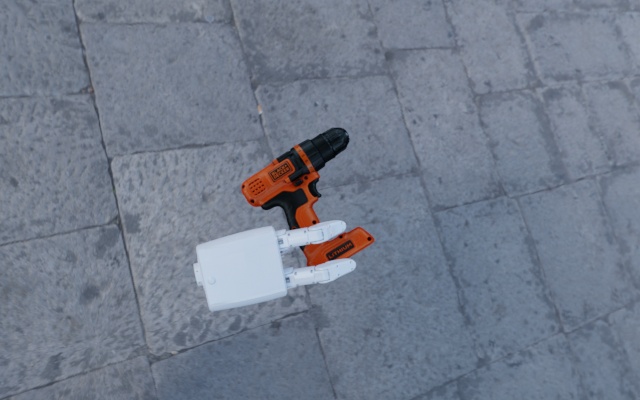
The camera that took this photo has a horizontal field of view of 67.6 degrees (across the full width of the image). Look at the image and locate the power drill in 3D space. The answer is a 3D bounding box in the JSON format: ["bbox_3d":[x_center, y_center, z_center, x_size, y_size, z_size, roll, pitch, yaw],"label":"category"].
[{"bbox_3d":[0.000,0.003,0.716,0.184,0.187,0.057,-33,-10,-1],"label":"power drill"}]
